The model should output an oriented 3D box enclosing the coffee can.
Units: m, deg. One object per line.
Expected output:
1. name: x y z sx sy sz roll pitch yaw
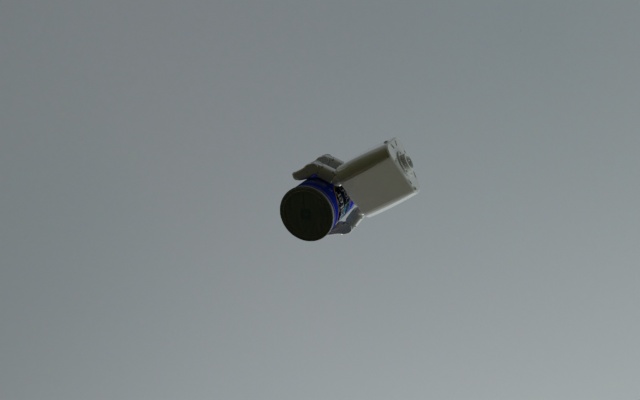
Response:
1. coffee can: 0.000 0.003 0.894 0.103 0.103 0.140 0 18 23
